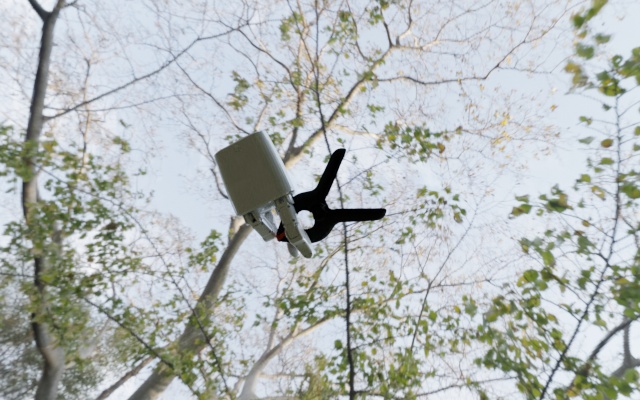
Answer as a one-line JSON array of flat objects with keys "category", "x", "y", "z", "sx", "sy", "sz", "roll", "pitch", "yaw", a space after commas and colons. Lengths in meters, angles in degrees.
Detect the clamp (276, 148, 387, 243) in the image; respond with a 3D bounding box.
[{"category": "clamp", "x": 0.000, "y": 0.002, "z": 0.719, "sx": 0.171, "sy": 0.120, "sz": 0.039, "roll": -25, "pitch": -5, "yaw": 14}]
